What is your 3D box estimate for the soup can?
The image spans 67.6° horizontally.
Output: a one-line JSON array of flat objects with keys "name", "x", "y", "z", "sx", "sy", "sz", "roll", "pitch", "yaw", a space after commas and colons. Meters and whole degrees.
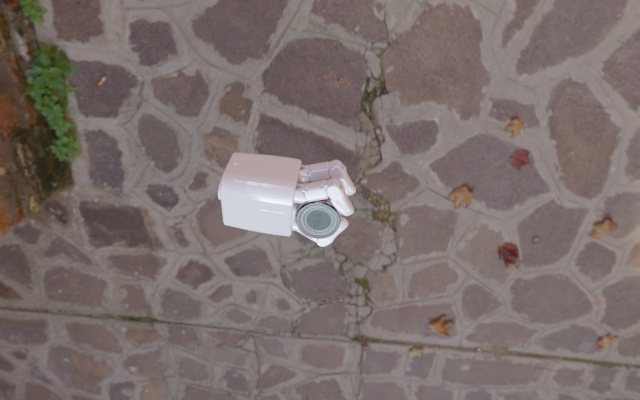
[{"name": "soup can", "x": 0.001, "y": 0.003, "z": 0.731, "sx": 0.068, "sy": 0.068, "sz": 0.102, "roll": 0, "pitch": 33, "yaw": 5}]
